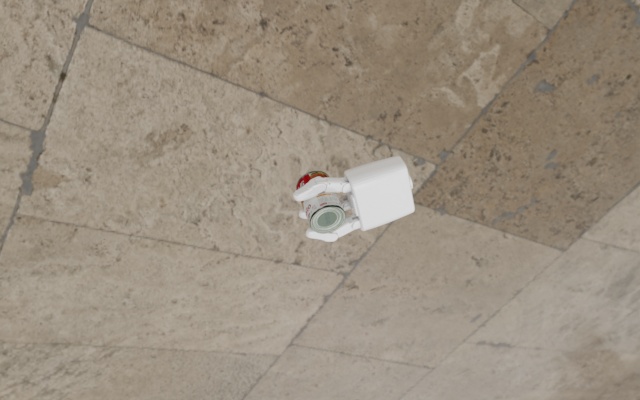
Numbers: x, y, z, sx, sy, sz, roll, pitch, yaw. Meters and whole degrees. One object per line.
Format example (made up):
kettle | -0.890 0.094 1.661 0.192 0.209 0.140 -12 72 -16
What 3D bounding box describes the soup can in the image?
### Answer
soup can | 0.000 0.003 0.869 0.068 0.068 0.102 0 40 -20
